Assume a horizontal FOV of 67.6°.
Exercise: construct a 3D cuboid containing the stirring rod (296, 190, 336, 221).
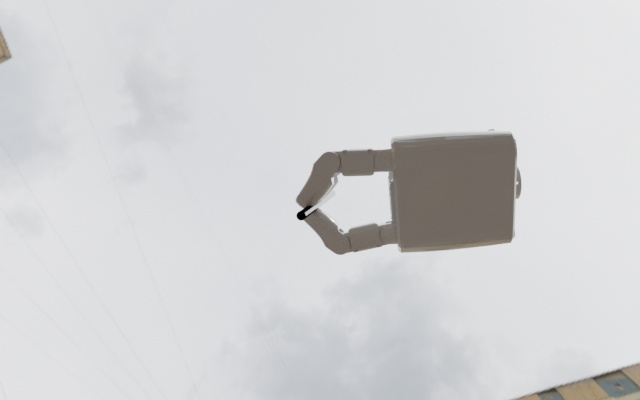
[{"bbox_3d":[0.000,0.002,0.514,0.011,0.011,0.239,0,5,8],"label":"stirring rod"}]
